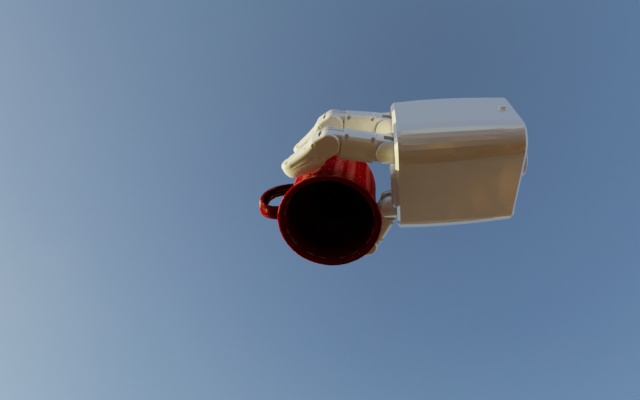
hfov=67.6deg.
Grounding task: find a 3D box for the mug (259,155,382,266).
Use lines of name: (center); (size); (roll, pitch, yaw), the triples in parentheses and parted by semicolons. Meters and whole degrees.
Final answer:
mug: (-0.001, 0.002, 0.460); (0.117, 0.093, 0.081); (-1, 28, 8)
